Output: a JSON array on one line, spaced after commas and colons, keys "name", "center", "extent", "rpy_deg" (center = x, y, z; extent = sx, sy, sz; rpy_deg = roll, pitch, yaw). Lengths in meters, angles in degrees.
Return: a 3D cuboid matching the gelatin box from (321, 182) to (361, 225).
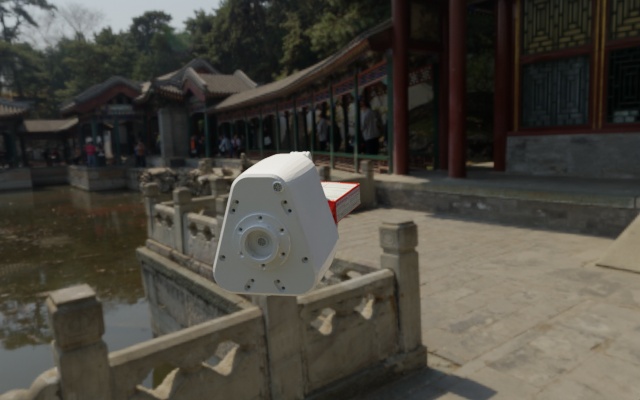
[{"name": "gelatin box", "center": [0.000, 0.001, 0.574], "extent": [0.073, 0.030, 0.089], "rpy_deg": [3, 17, 23]}]
